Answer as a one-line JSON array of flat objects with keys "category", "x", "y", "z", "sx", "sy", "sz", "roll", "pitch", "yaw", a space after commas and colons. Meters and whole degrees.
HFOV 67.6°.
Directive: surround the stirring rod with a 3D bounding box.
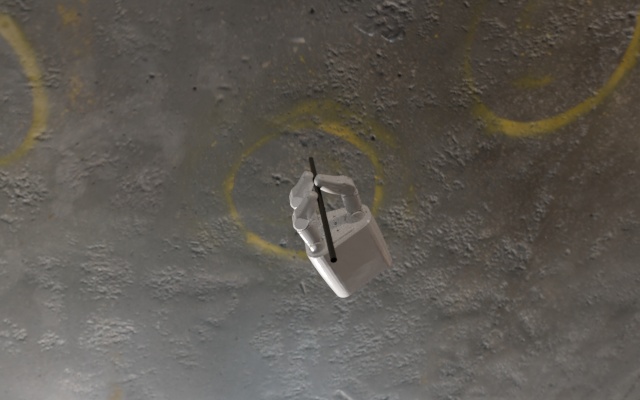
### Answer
[{"category": "stirring rod", "x": 0.000, "y": 0.002, "z": 0.648, "sx": 0.011, "sy": 0.011, "sz": 0.239, "roll": 0, "pitch": 34, "yaw": -9}]
